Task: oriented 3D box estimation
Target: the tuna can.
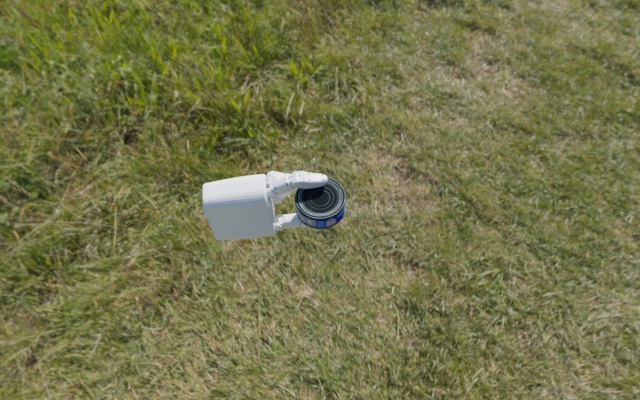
[{"bbox_3d":[0.000,0.002,0.790,0.086,0.086,0.034,0,-32,1],"label":"tuna can"}]
